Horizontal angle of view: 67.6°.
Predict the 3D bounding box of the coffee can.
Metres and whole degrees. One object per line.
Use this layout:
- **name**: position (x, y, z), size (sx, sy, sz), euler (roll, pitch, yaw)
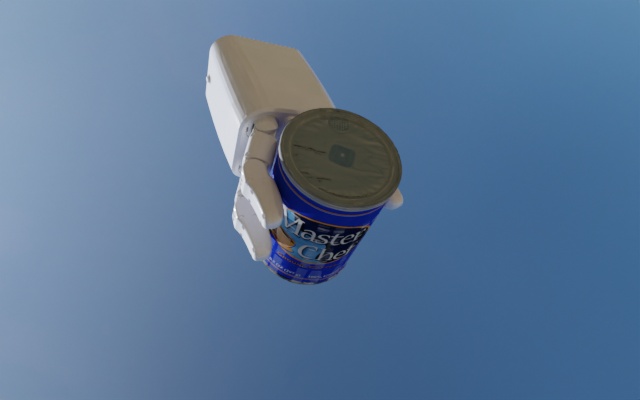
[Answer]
- **coffee can**: position (0.000, 0.001, 0.437), size (0.103, 0.102, 0.140), euler (0, -34, -18)
